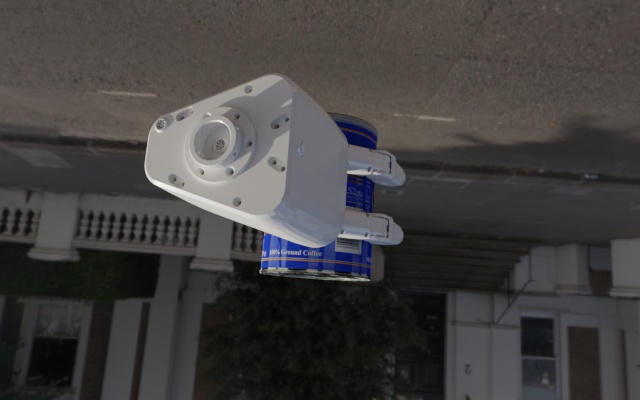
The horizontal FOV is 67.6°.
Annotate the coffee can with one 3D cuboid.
[{"bbox_3d":[0.000,0.001,0.449,0.103,0.140,0.103,4,-11,1],"label":"coffee can"}]
